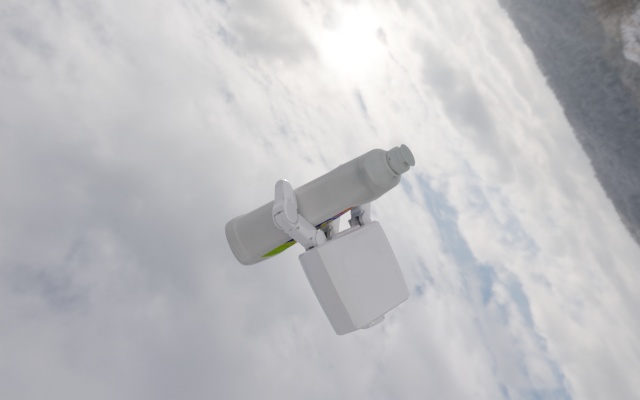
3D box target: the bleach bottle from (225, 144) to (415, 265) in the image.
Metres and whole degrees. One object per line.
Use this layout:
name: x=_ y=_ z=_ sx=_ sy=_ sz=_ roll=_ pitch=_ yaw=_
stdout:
bleach bottle: x=0.000 y=0.002 z=0.587 sx=0.251 sy=0.068 sz=0.102 roll=-29 pitch=-8 yaw=33
